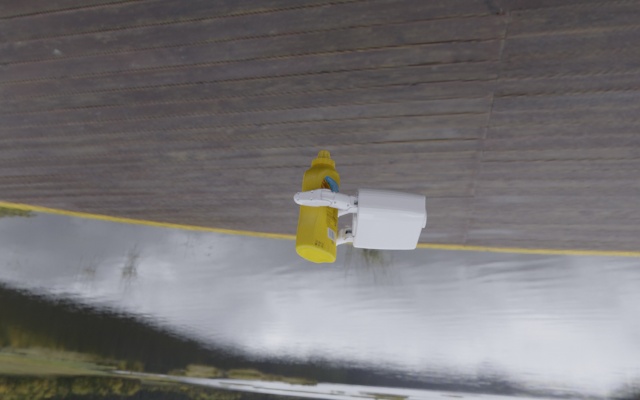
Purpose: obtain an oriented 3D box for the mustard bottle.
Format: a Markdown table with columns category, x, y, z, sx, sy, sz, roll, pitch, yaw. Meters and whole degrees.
| category | x | y | z | sx | sy | sz | roll | pitch | yaw |
| --- | --- | --- | --- | --- | --- | --- | --- | --- | --- |
| mustard bottle | 0.000 | 0.003 | 0.808 | 0.058 | 0.191 | 0.096 | -5 | -24 | 24 |
